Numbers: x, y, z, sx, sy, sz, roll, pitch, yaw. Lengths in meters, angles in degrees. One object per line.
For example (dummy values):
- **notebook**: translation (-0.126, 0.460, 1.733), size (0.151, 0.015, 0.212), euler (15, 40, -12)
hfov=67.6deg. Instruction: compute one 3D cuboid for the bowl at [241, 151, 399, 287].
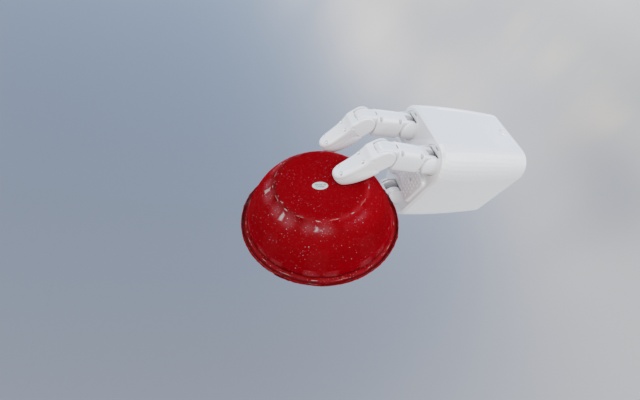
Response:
- **bowl**: translation (-0.001, 0.002, 0.470), size (0.162, 0.162, 0.055), euler (0, -41, -2)
